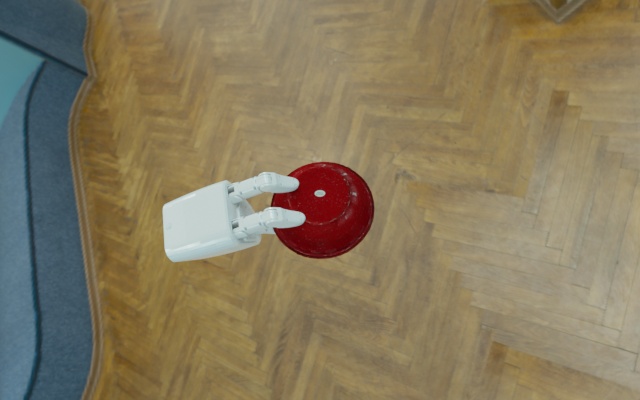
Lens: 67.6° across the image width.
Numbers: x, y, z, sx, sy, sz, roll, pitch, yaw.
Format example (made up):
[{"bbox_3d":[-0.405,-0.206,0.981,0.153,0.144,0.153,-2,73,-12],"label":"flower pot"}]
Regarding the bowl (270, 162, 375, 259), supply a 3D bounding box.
[{"bbox_3d":[0.001,0.002,0.710,0.162,0.162,0.055,0,-23,5],"label":"bowl"}]
